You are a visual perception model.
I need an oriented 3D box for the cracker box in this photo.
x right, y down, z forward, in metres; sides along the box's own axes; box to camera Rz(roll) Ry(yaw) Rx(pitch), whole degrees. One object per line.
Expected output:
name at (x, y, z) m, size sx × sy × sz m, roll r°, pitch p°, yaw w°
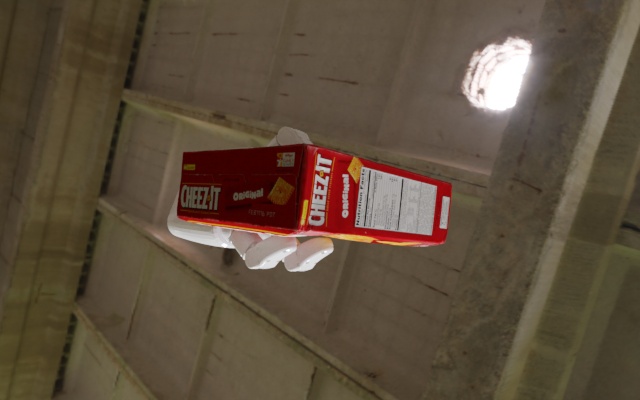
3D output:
cracker box at (0.000, 0.001, 0.459) m, size 0.164 × 0.072 × 0.214 m, roll 2°, pitch -4°, yaw 43°
